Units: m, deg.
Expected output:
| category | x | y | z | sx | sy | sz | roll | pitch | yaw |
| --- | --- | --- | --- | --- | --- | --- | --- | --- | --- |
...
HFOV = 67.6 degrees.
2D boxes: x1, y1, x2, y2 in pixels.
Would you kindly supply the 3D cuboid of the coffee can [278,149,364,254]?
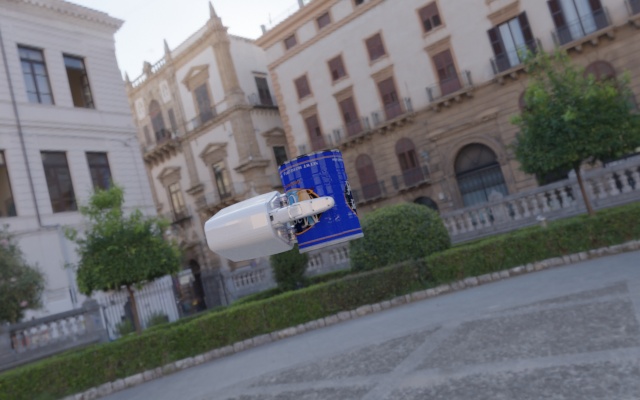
| category | x | y | z | sx | sy | sz | roll | pitch | yaw |
| --- | --- | --- | --- | --- | --- | --- | --- | --- | --- |
| coffee can | 0.000 | 0.003 | 0.745 | 0.103 | 0.140 | 0.103 | -15 | -5 | -1 |
